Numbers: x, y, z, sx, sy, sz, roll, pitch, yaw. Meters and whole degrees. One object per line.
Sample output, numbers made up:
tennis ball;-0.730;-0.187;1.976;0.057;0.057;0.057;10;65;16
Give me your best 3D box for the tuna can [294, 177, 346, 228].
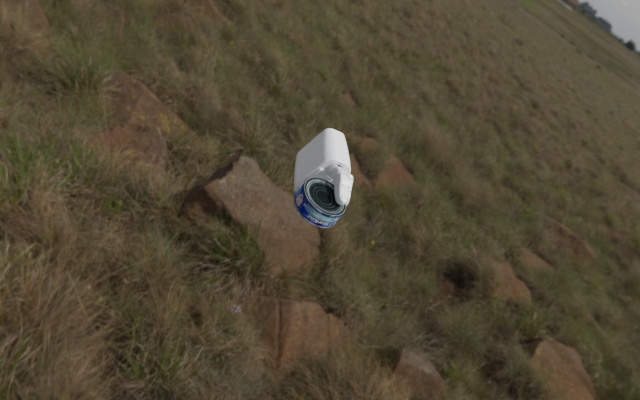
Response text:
tuna can;0.000;0.002;0.808;0.086;0.086;0.034;0;-38;-40
